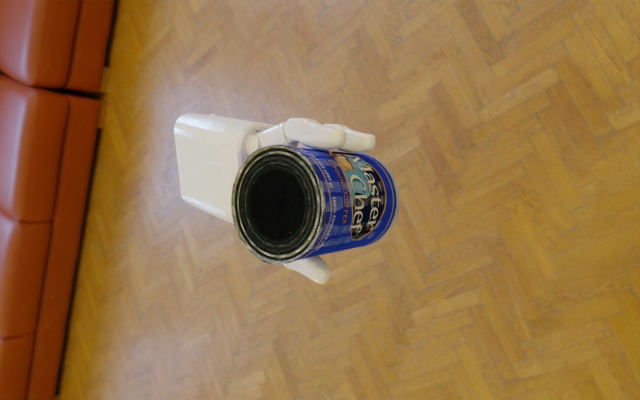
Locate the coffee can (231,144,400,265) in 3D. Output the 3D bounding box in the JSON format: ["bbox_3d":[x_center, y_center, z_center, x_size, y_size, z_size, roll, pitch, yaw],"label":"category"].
[{"bbox_3d":[0.000,0.002,0.461,0.103,0.103,0.140,0,2,34],"label":"coffee can"}]
